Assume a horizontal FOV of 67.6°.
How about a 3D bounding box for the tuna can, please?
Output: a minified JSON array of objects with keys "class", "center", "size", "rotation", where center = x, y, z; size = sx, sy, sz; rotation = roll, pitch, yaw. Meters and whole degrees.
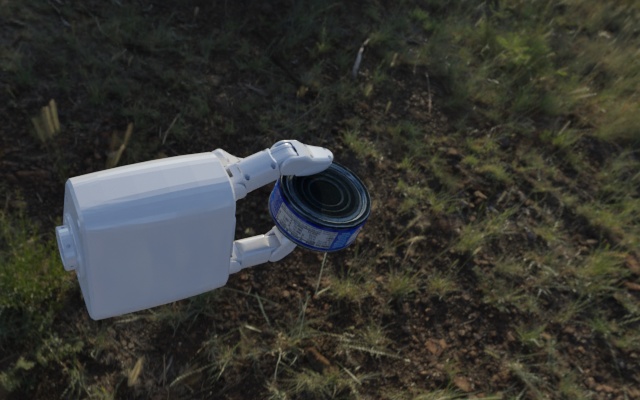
[{"class":"tuna can","center":[0.000,0.001,0.416],"size":[0.086,0.086,0.034],"rotation":[0,-41,-28]}]
